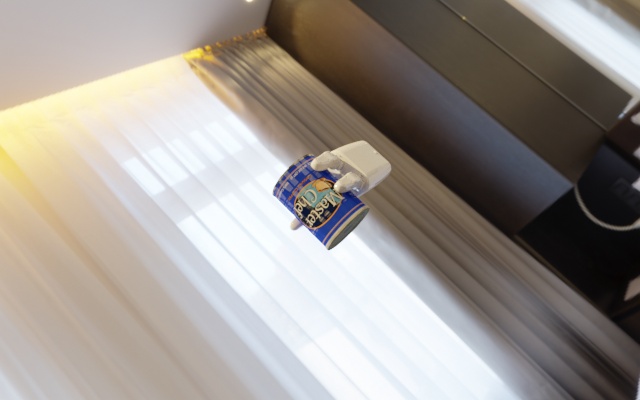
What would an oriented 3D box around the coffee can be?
[{"bbox_3d":[0.000,0.003,0.833,0.140,0.103,0.103,44,11,12],"label":"coffee can"}]
